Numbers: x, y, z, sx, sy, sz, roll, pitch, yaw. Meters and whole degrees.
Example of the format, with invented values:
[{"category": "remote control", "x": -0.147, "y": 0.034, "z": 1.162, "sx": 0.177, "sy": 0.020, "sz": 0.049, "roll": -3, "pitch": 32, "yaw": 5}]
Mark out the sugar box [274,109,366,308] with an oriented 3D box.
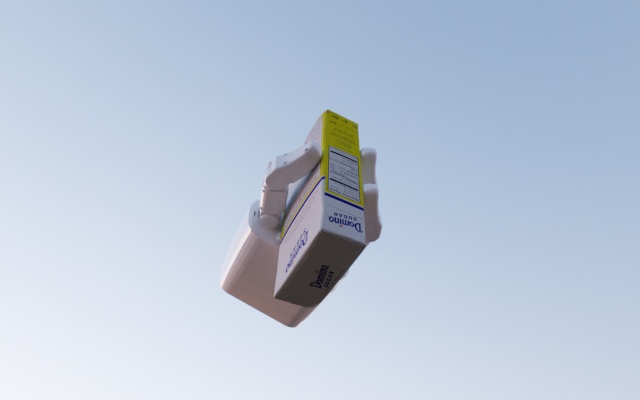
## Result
[{"category": "sugar box", "x": 0.001, "y": 0.002, "z": 0.441, "sx": 0.048, "sy": 0.176, "sz": 0.093, "roll": 20, "pitch": -51, "yaw": -18}]
